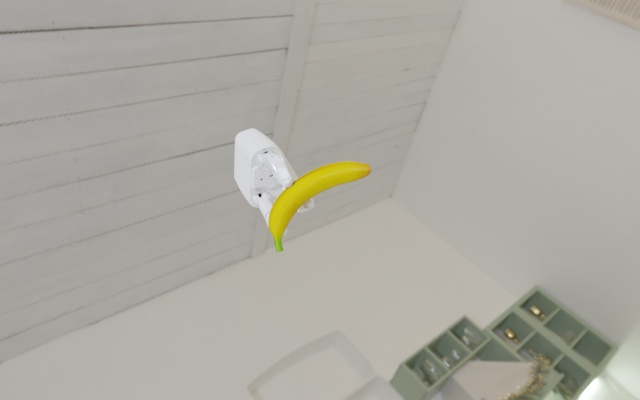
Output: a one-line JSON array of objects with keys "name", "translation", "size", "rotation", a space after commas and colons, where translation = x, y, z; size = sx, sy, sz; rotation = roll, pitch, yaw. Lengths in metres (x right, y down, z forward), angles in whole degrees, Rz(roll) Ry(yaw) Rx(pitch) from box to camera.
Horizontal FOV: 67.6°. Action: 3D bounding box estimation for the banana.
[{"name": "banana", "translation": [-0.014, -0.009, 0.749], "size": [0.198, 0.070, 0.037], "rotation": [-41, 15, 1]}]
